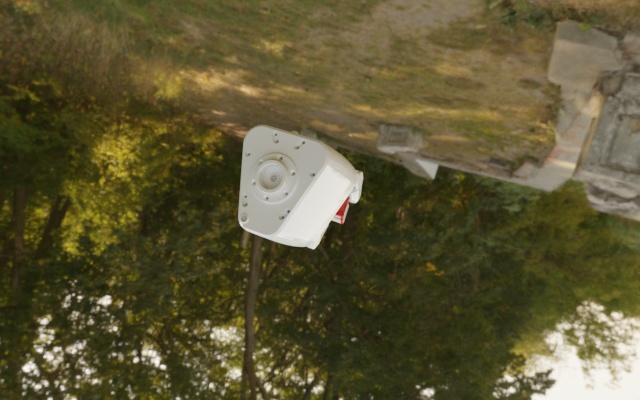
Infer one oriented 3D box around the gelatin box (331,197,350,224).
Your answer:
[{"bbox_3d":[0.000,0.003,0.633,0.073,0.030,0.089,19,-7,5],"label":"gelatin box"}]
